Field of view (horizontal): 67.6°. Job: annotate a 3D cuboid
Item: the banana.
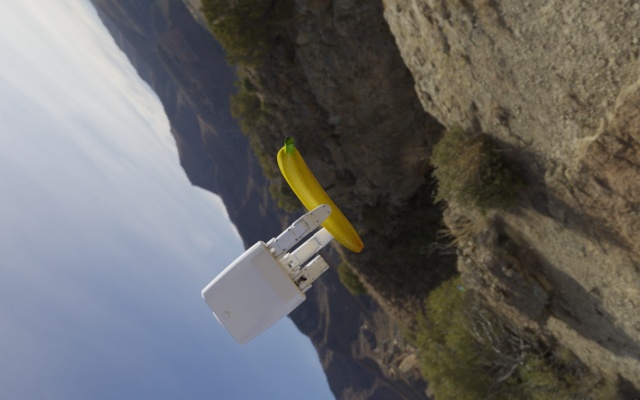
[{"bbox_3d":[-0.007,-0.005,0.681,0.037,0.198,0.069,-38,21,-6],"label":"banana"}]
